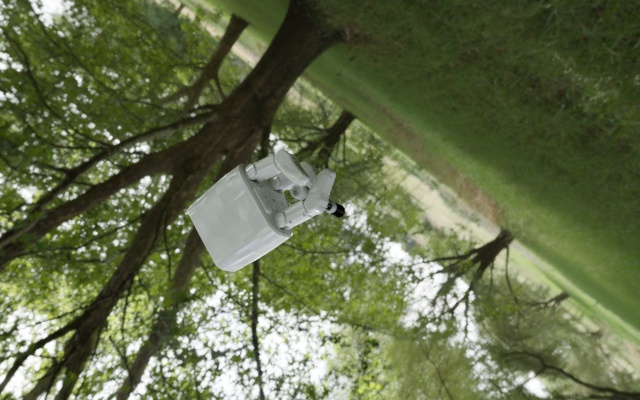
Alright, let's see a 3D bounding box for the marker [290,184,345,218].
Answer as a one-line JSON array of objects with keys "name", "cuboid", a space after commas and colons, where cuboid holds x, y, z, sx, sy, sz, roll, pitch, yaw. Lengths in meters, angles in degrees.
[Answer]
[{"name": "marker", "cuboid": [0.000, 0.002, 0.650, 0.020, 0.020, 0.121, 0, -14, 32]}]
